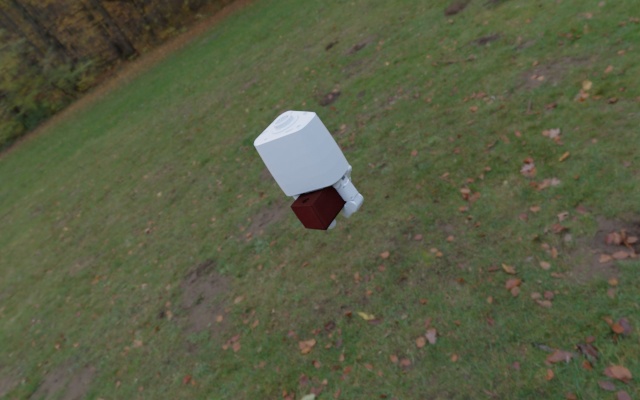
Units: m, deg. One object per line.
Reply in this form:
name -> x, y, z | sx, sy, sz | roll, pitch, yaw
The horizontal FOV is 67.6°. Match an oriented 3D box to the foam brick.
foam brick -> 0.000, 0.003, 0.773 | 0.053, 0.051, 0.078 | -1, 42, 46
